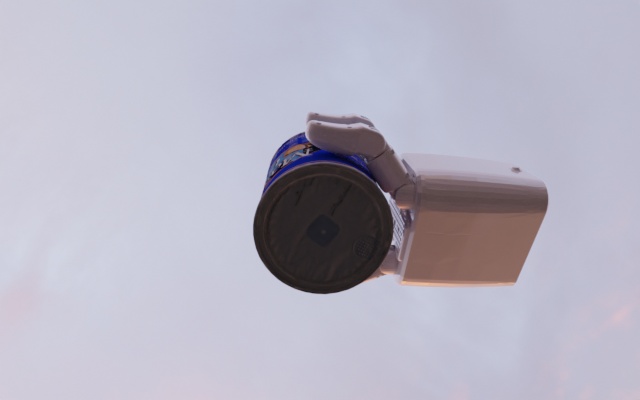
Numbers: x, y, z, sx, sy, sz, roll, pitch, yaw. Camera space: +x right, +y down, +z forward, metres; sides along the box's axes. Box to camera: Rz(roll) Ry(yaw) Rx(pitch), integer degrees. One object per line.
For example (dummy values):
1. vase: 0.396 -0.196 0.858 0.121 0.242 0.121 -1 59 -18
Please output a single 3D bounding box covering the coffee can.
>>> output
1. coffee can: 0.000 0.001 0.411 0.103 0.103 0.140 0 18 -2
